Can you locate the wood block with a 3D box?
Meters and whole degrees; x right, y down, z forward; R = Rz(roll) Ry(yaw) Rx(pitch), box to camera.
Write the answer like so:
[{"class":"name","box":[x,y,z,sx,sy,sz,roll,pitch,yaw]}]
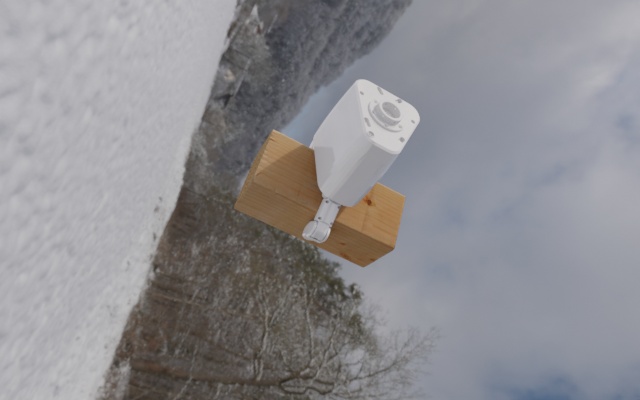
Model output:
[{"class":"wood block","box":[0.000,0.002,0.656,0.206,0.090,0.090,26,-32,-13]}]
